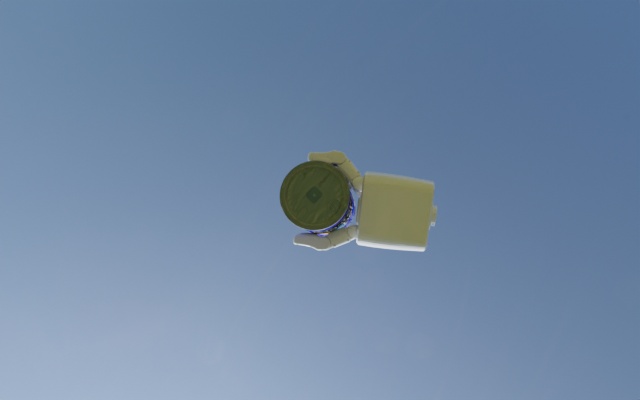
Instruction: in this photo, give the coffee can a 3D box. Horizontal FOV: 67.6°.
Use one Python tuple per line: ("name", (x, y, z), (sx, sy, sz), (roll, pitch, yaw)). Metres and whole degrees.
("coffee can", (0.000, 0.002, 0.755), (0.103, 0.103, 0.140), (0, -9, 8))
